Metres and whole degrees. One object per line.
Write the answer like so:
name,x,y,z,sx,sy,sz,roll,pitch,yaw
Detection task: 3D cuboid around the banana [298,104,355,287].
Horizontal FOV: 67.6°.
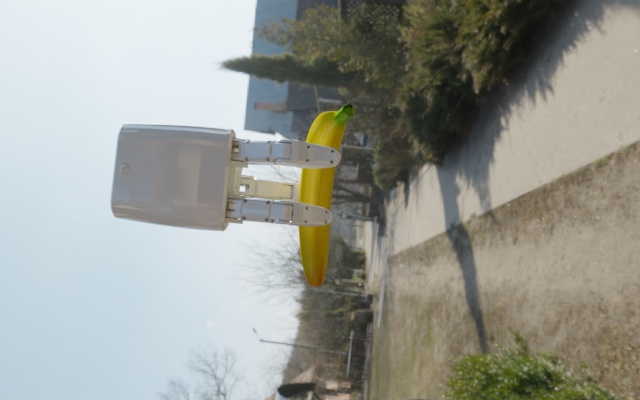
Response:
banana,-0.002,-0.009,0.500,0.037,0.198,0.069,4,22,-10
